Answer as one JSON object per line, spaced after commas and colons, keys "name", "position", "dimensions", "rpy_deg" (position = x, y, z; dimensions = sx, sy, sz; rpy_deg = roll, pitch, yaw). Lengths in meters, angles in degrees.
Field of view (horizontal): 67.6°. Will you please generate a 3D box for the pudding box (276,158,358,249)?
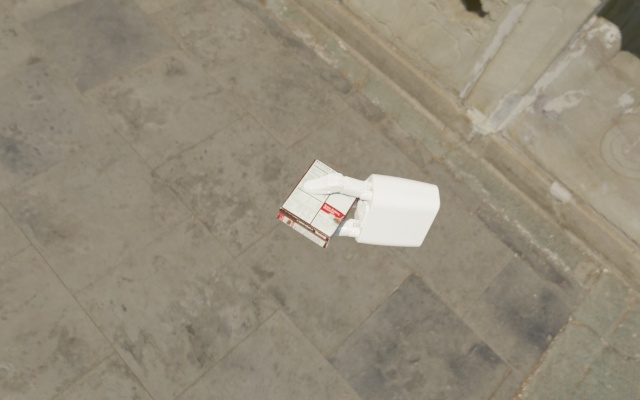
{"name": "pudding box", "position": [0.000, 0.002, 0.728], "dimensions": [0.090, 0.113, 0.039], "rpy_deg": [32, -33, 4]}
